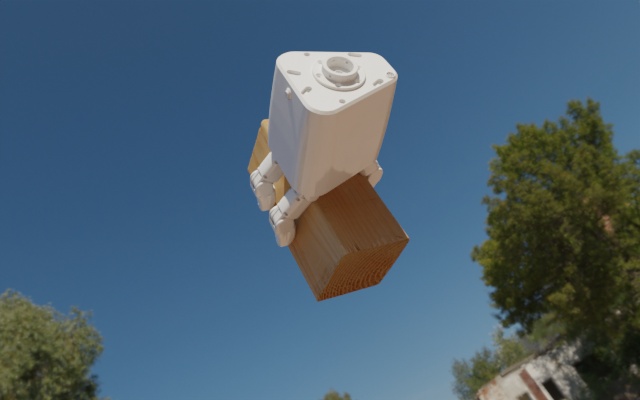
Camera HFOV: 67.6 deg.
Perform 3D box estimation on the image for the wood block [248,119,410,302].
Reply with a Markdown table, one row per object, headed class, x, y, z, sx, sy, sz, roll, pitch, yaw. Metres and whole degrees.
| class | x | y | z | sx | sy | sz | roll | pitch | yaw |
| --- | --- | --- | --- | --- | --- | --- | --- | --- | --- |
| wood block | 0.000 | 0.001 | 0.564 | 0.091 | 0.206 | 0.090 | -9 | -38 | -31 |
